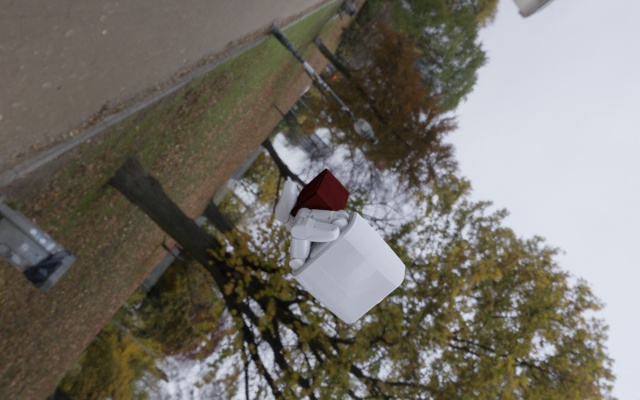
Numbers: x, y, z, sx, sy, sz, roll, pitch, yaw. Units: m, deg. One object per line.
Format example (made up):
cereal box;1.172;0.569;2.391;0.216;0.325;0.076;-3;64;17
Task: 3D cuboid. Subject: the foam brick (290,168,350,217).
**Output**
foam brick;0.000;0.002;0.669;0.053;0.051;0.078;-38;14;28
